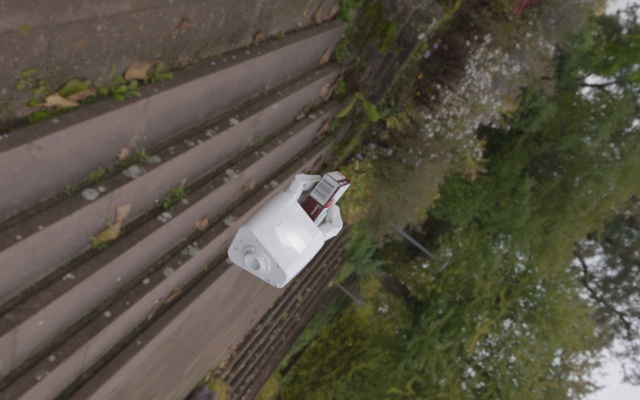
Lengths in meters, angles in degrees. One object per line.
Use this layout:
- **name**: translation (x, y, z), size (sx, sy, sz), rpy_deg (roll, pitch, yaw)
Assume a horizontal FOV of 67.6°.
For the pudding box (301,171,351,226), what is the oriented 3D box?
- **pudding box**: translation (0.000, 0.003, 0.843), size (0.039, 0.113, 0.090), rpy_deg (41, 14, 7)
